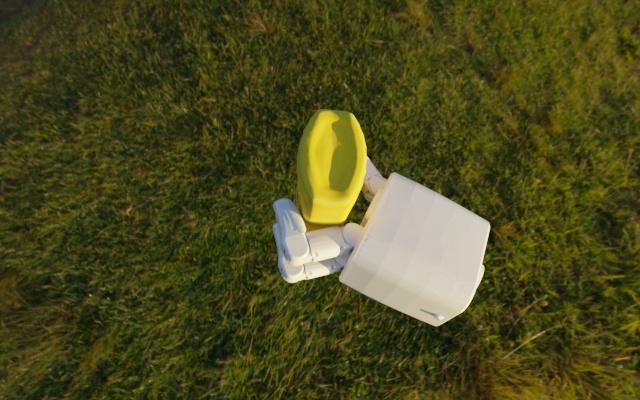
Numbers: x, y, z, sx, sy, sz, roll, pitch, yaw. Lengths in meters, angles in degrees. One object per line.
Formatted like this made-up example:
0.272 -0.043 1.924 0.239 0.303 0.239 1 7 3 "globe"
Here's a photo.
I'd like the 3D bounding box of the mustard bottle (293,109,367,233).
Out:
0.000 0.001 0.477 0.058 0.096 0.192 4 -26 -5 "mustard bottle"
